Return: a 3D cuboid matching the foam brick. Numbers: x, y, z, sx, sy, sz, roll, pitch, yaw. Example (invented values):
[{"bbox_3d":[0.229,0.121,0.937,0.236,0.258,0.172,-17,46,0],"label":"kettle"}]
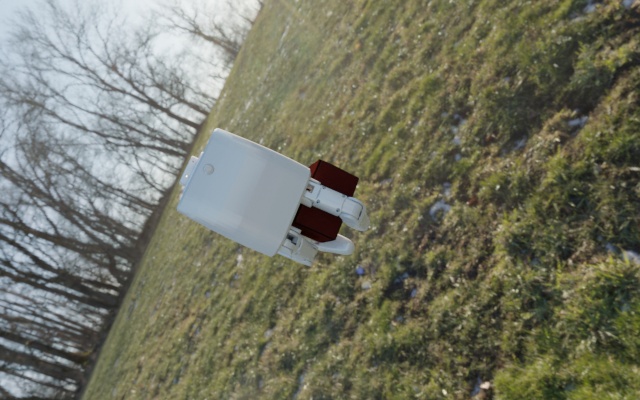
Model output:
[{"bbox_3d":[0.000,0.002,0.533,0.051,0.078,0.053,25,-15,-12],"label":"foam brick"}]
